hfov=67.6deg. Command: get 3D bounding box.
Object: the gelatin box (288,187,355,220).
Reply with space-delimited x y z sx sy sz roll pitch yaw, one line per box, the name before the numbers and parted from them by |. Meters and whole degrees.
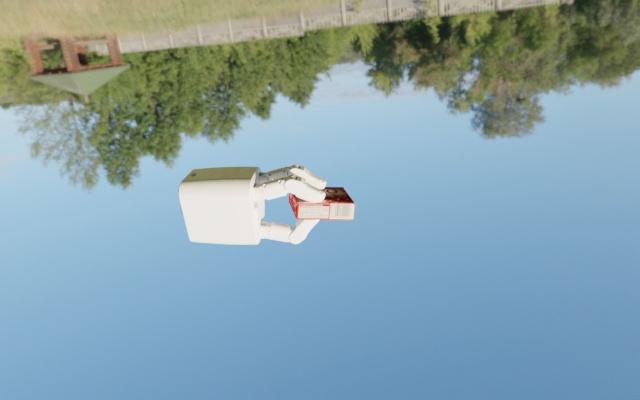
gelatin box | 0.000 0.003 0.718 0.089 0.030 0.073 1 20 -12
